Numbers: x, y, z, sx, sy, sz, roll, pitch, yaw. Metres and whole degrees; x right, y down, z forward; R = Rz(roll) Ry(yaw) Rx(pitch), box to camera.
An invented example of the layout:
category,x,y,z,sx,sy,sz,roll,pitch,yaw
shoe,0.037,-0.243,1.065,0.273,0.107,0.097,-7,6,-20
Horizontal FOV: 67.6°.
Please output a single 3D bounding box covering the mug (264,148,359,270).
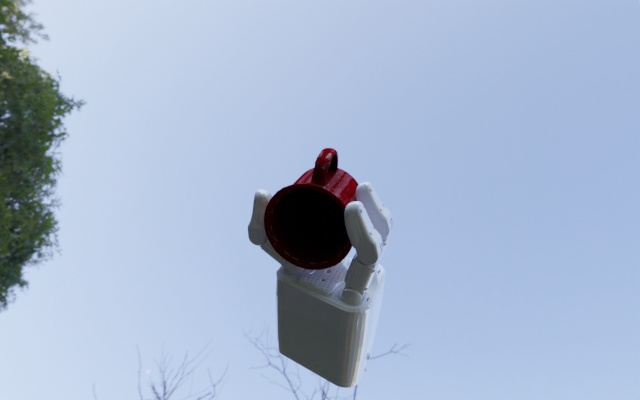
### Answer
category,x,y,z,sx,sy,sz,roll,pitch,yaw
mug,0.000,0.000,0.495,0.093,0.117,0.081,12,25,13
